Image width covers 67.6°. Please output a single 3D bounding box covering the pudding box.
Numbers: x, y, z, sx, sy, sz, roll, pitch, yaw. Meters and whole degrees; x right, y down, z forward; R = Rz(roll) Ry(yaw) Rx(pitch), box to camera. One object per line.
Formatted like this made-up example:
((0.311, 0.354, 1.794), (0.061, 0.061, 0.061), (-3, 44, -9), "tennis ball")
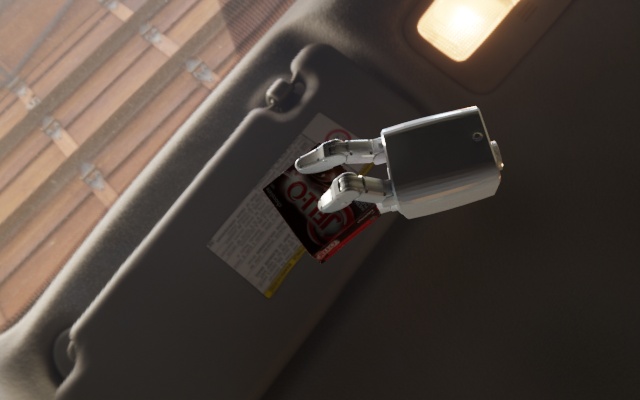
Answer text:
((0.000, 0.002, 0.545), (0.090, 0.113, 0.039), (-39, -33, -1), "pudding box")
